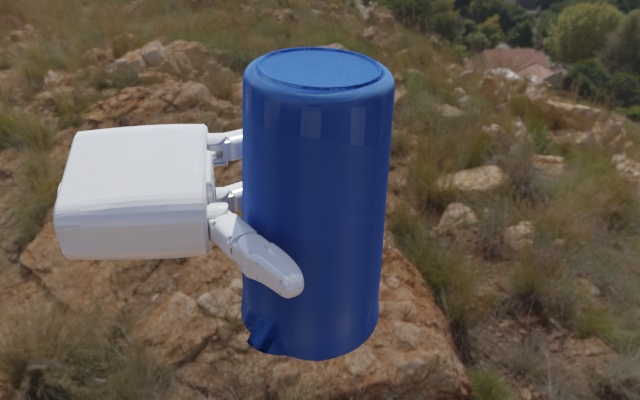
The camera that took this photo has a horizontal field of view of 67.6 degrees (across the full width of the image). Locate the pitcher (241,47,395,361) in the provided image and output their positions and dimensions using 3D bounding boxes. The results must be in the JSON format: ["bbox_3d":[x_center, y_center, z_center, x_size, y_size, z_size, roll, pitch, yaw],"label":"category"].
[{"bbox_3d":[0.000,0.001,0.408,0.145,0.243,0.149,-3,34,-10],"label":"pitcher"}]
